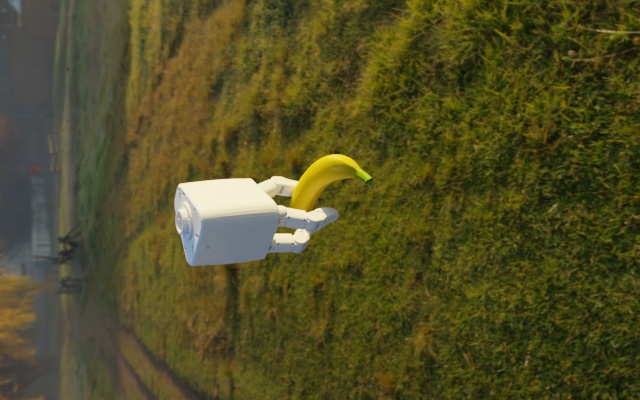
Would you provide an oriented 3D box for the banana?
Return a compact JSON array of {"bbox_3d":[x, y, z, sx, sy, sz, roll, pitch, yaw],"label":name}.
[{"bbox_3d":[-0.003,-0.016,0.696,0.037,0.069,0.198,-6,-19,-35],"label":"banana"}]
